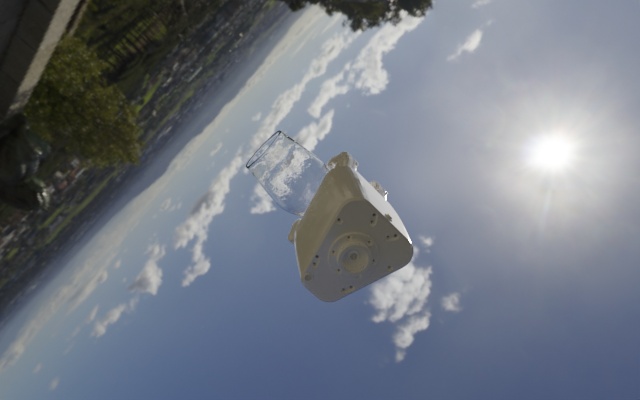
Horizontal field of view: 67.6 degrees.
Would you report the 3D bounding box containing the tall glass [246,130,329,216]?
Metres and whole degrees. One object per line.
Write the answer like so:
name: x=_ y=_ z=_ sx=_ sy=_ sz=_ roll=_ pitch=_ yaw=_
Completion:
tall glass: x=0.001 y=0.002 z=0.607 sx=0.201 sy=0.079 sz=0.079 roll=43 pitch=-14 yaw=-16
